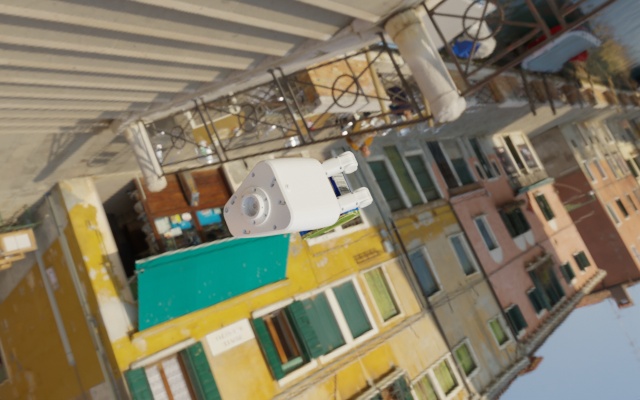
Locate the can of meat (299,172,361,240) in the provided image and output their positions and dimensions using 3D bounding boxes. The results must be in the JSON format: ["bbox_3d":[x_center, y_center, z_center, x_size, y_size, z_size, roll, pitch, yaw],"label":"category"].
[{"bbox_3d":[0.000,0.003,0.715,0.102,0.084,0.057,-29,-12,29],"label":"can of meat"}]
